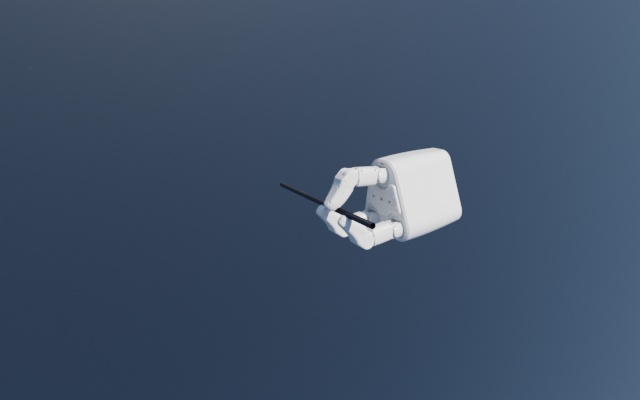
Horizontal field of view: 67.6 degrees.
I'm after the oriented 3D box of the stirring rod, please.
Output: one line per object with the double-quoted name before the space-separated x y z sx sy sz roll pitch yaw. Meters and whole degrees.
"stirring rod" 0.000 0.002 0.653 0.011 0.011 0.239 0 13 -31
